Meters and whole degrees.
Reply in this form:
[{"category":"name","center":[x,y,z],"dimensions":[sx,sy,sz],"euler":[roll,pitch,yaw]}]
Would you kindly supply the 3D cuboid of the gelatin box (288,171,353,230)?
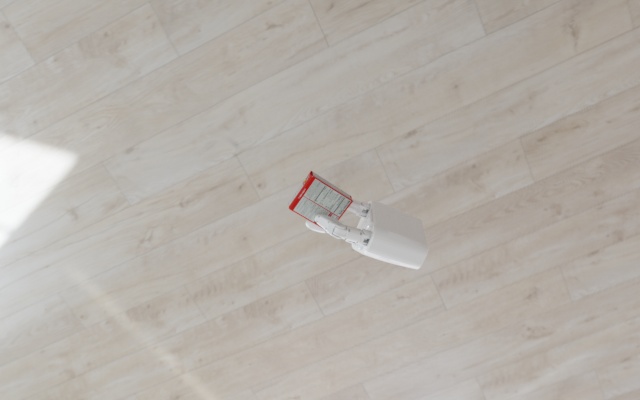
[{"category":"gelatin box","center":[0.000,0.003,0.830],"dimensions":[0.089,0.073,0.030],"euler":[31,17,-17]}]
